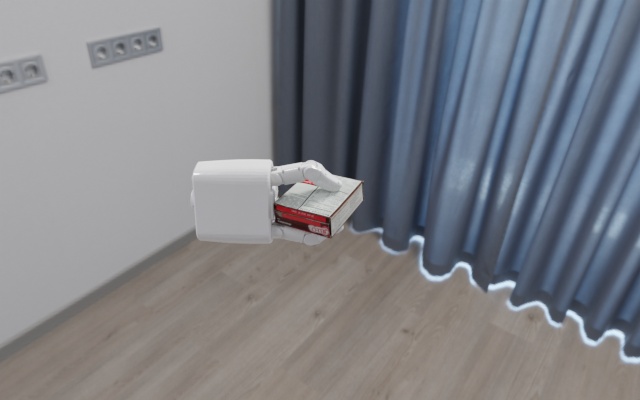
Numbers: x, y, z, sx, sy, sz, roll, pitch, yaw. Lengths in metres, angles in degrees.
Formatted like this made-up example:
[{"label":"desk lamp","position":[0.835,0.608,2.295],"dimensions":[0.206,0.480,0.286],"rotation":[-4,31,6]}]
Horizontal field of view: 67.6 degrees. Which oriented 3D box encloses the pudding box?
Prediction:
[{"label":"pudding box","position":[0.000,0.002,0.680],"dimensions":[0.090,0.039,0.113],"rotation":[15,37,24]}]
